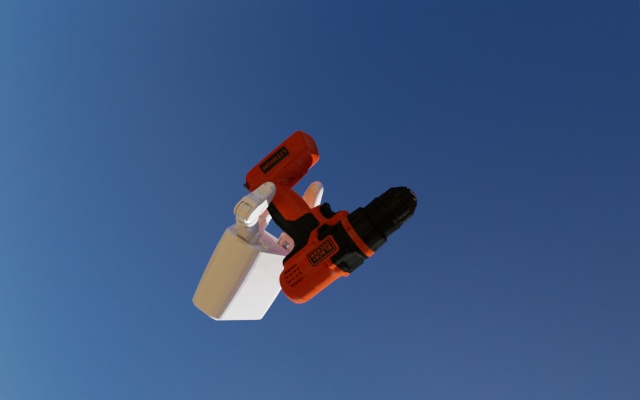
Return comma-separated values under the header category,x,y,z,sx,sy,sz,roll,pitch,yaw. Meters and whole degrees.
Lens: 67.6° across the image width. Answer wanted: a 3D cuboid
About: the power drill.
category,x,y,z,sx,sy,sz,roll,pitch,yaw
power drill,0.000,0.002,0.574,0.184,0.187,0.057,-38,-36,7
